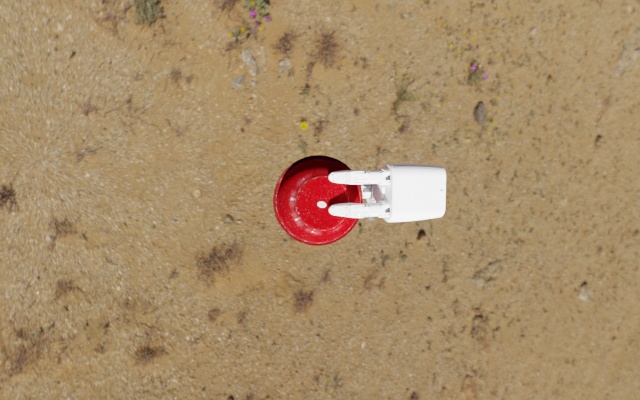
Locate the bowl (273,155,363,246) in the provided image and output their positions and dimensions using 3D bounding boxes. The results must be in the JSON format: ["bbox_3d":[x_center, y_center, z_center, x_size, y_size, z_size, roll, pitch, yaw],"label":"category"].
[{"bbox_3d":[-0.001,0.003,0.821,0.162,0.162,0.055,0,5,-8],"label":"bowl"}]
